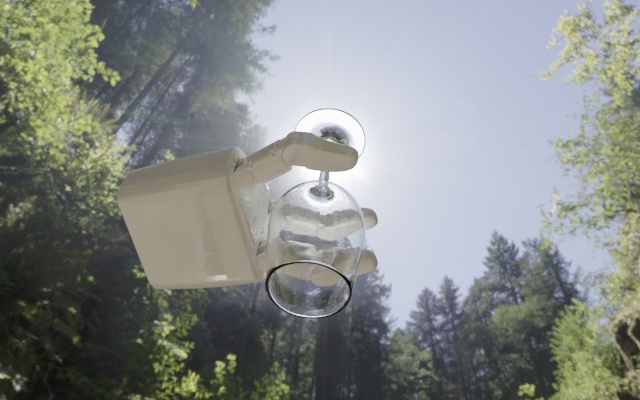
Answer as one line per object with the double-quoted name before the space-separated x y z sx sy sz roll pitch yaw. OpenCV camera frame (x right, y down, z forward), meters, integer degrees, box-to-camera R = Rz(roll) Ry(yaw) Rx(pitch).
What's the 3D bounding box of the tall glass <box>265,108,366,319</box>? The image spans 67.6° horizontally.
"tall glass" 0.000 0.001 0.411 0.079 0.079 0.200 0 39 6
